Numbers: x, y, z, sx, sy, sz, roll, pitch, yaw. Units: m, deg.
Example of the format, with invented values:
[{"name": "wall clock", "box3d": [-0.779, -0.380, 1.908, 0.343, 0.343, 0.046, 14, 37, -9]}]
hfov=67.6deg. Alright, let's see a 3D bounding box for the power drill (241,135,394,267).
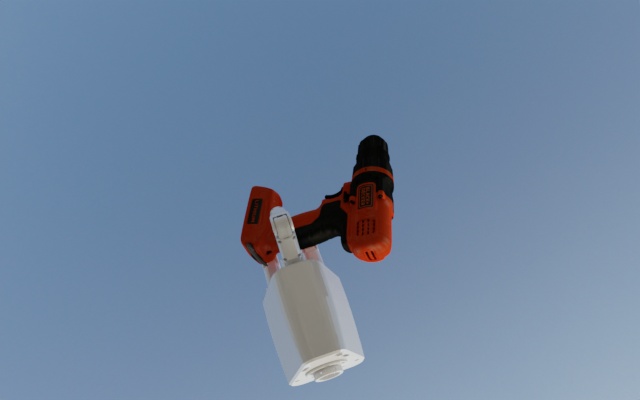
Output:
[{"name": "power drill", "box3d": [0.000, 0.002, 0.596, 0.187, 0.184, 0.057, -13, -45, 21]}]
